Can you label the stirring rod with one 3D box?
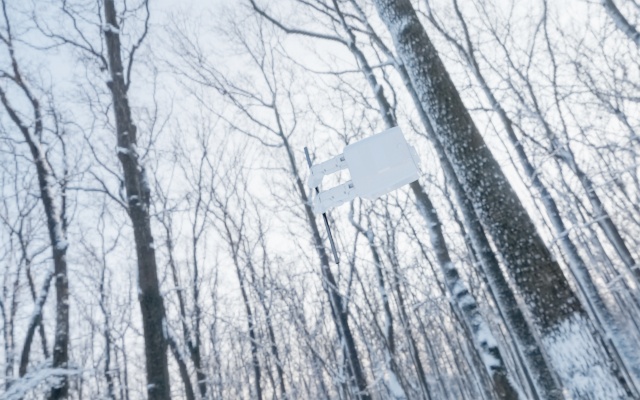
[{"bbox_3d":[0.000,0.003,0.867,0.011,0.239,0.011,-13,-26,-6],"label":"stirring rod"}]
